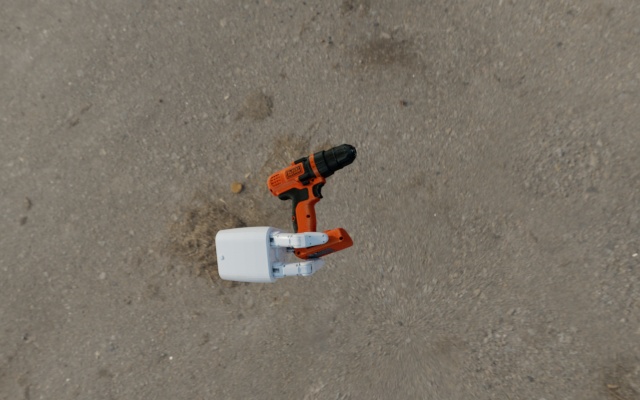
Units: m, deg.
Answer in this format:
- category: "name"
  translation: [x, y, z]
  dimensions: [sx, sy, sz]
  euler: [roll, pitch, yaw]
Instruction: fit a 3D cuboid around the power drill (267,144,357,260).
- category: "power drill"
  translation: [0.000, 0.003, 0.874]
  dimensions: [0.184, 0.187, 0.057]
  euler: [-23, -24, 21]
